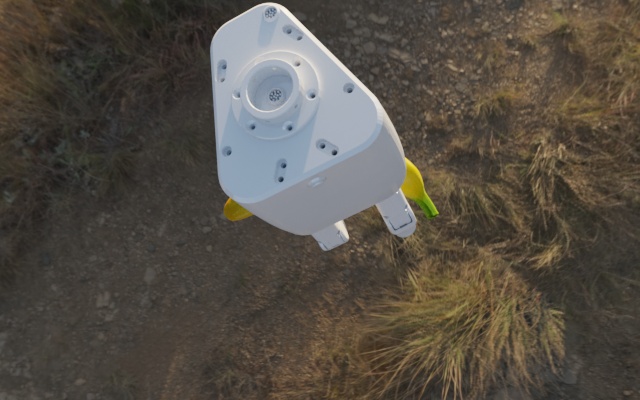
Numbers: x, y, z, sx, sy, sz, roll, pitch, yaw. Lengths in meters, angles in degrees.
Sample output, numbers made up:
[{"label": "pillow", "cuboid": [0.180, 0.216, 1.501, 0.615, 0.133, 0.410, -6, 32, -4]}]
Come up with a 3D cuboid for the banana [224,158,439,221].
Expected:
[{"label": "banana", "cuboid": [0.004, -0.017, 0.429, 0.198, 0.069, 0.037, -1, -5, 14]}]
